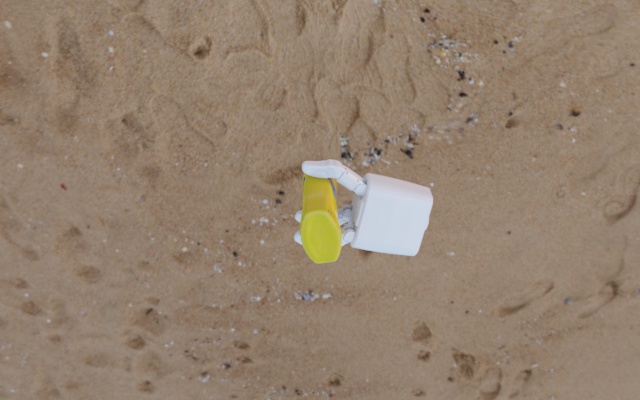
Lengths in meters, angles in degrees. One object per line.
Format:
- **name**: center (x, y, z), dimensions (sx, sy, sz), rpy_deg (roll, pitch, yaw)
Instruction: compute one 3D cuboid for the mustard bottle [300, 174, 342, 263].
- **mustard bottle**: center (0.000, 0.003, 0.745), dimensions (0.058, 0.096, 0.191), rpy_deg (-10, 33, 6)
